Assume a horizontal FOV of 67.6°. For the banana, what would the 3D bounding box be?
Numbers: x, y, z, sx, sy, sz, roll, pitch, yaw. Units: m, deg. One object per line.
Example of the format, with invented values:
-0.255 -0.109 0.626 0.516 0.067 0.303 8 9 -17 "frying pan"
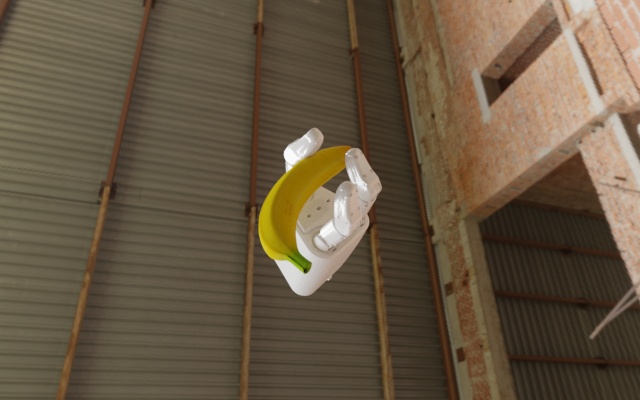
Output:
-0.019 -0.002 0.498 0.069 0.037 0.197 18 44 4 "banana"
